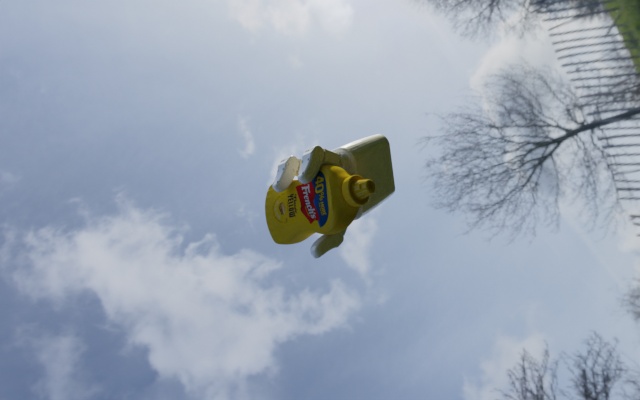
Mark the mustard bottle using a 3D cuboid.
[{"bbox_3d":[0.000,0.002,0.671,0.058,0.096,0.191,7,-17,-43],"label":"mustard bottle"}]
